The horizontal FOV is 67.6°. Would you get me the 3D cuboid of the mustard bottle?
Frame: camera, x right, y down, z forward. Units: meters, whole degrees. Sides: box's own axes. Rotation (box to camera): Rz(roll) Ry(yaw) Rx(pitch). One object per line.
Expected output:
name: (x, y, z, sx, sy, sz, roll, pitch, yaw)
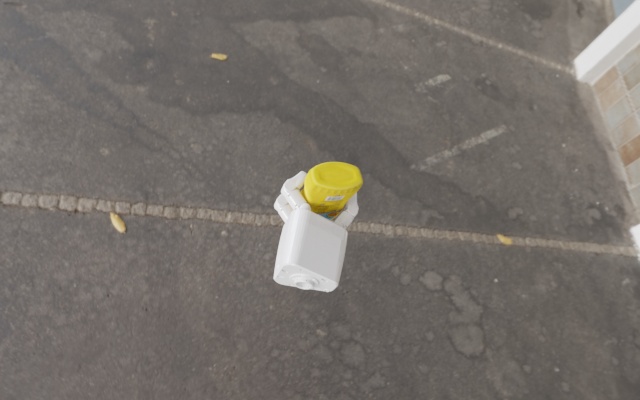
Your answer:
mustard bottle: (0.000, 0.002, 0.880, 0.096, 0.058, 0.192, -5, -27, -23)
